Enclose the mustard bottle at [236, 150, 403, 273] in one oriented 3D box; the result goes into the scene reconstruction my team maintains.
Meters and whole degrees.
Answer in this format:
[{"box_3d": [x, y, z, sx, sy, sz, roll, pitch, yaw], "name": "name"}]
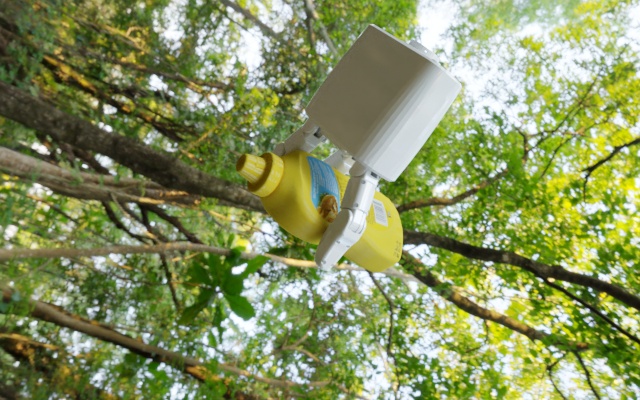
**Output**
[{"box_3d": [0.000, 0.002, 0.477, 0.192, 0.096, 0.058, 27, -49, -35], "name": "mustard bottle"}]
